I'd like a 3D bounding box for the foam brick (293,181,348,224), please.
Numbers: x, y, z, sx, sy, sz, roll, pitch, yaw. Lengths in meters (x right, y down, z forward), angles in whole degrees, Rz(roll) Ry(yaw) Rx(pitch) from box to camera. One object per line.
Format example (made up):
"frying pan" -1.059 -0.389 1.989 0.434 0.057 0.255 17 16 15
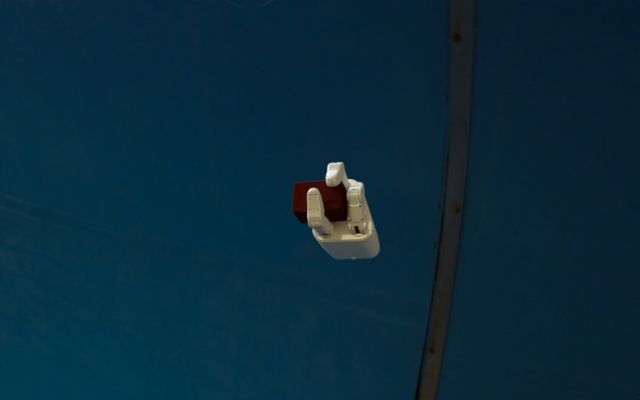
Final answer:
"foam brick" 0.000 0.002 0.757 0.078 0.053 0.051 -3 -25 14
